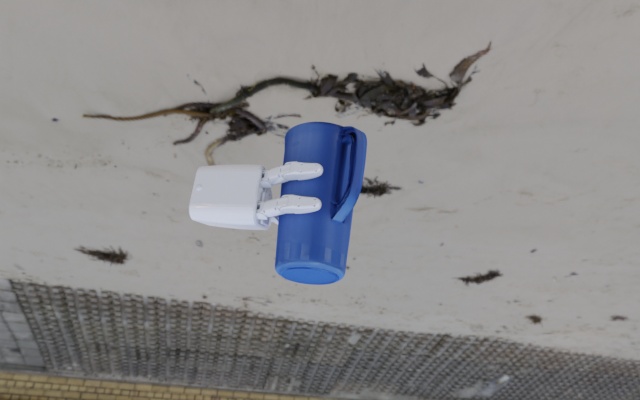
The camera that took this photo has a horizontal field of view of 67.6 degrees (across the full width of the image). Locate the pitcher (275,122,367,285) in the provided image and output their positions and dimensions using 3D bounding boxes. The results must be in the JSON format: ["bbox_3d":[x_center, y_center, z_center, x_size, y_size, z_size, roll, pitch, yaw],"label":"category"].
[{"bbox_3d":[0.000,0.003,0.761,0.145,0.242,0.149,2,-24,8],"label":"pitcher"}]
